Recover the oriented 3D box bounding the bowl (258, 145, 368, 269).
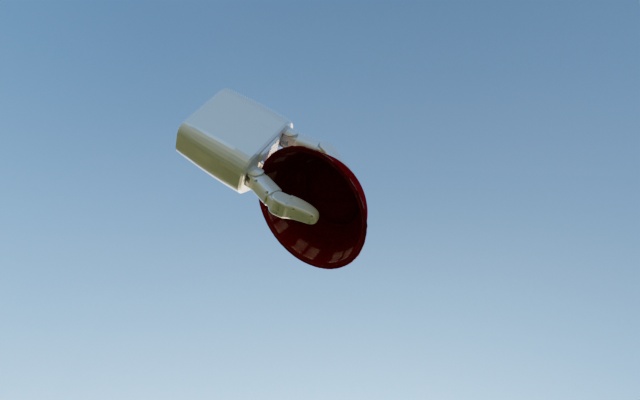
[{"bbox_3d":[0.001,0.003,0.592,0.162,0.162,0.055,0,23,39],"label":"bowl"}]
